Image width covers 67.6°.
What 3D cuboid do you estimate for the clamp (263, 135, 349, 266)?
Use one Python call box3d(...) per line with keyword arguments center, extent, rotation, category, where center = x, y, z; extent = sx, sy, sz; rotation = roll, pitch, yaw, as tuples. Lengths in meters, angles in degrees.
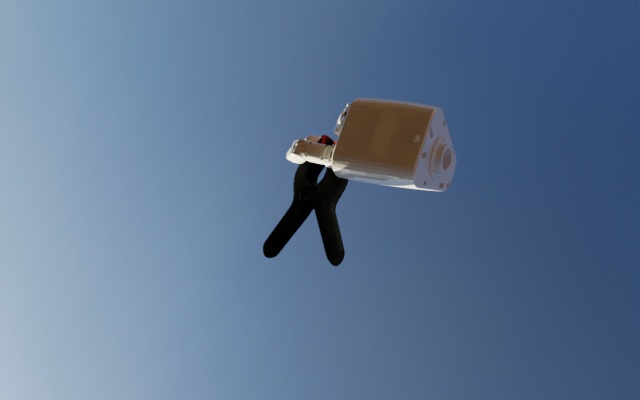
box3d(center=(0.000, 0.002, 0.589), extent=(0.120, 0.171, 0.039), rotation=(13, -11, 36), category="clamp")
